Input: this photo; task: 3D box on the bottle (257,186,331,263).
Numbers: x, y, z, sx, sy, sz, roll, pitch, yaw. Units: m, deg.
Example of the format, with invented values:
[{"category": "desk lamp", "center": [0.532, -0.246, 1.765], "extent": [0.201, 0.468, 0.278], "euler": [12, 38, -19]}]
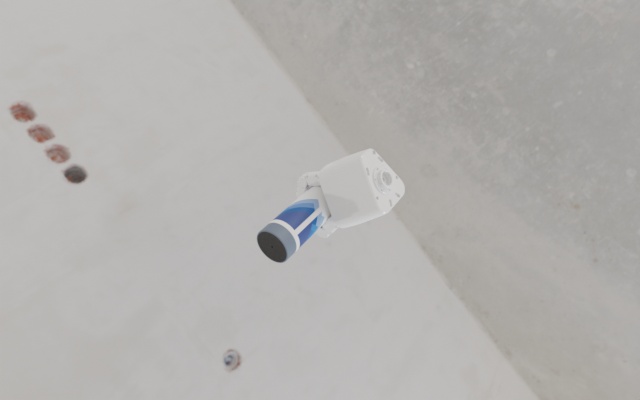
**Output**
[{"category": "bottle", "center": [0.000, 0.003, 0.891], "extent": [0.069, 0.069, 0.295], "euler": [0, 30, 40]}]
